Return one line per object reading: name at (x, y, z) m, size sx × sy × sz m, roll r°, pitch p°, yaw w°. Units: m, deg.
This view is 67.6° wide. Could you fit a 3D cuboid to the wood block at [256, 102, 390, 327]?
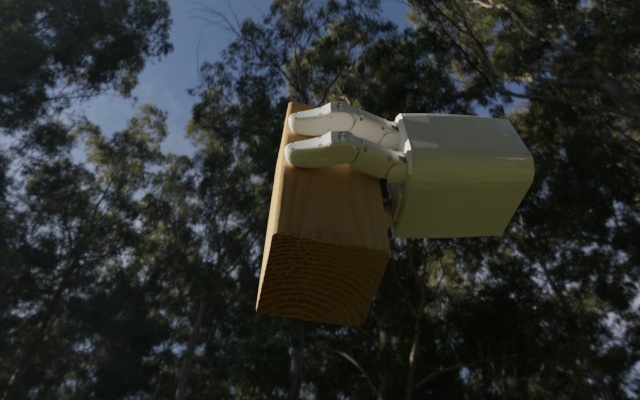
wood block at (0.000, 0.002, 0.443) m, size 0.090 × 0.091 × 0.206 m, roll 9°, pitch 37°, yaw -7°
